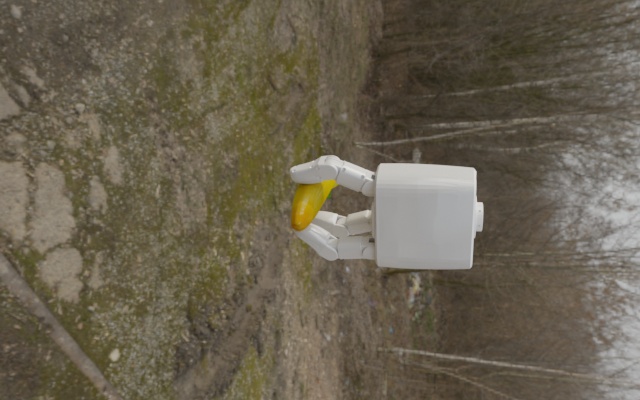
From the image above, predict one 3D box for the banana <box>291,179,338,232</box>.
[{"bbox_3d":[0.001,-0.017,0.607,0.037,0.069,0.197,5,12,12],"label":"banana"}]
